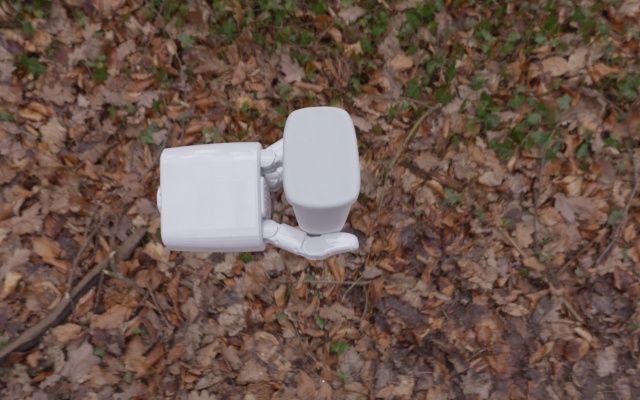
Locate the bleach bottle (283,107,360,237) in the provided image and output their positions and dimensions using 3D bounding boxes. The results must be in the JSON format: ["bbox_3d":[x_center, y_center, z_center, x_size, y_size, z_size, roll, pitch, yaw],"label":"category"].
[{"bbox_3d":[0.000,0.002,0.531,0.068,0.102,0.251,-2,-21,-1],"label":"bleach bottle"}]
